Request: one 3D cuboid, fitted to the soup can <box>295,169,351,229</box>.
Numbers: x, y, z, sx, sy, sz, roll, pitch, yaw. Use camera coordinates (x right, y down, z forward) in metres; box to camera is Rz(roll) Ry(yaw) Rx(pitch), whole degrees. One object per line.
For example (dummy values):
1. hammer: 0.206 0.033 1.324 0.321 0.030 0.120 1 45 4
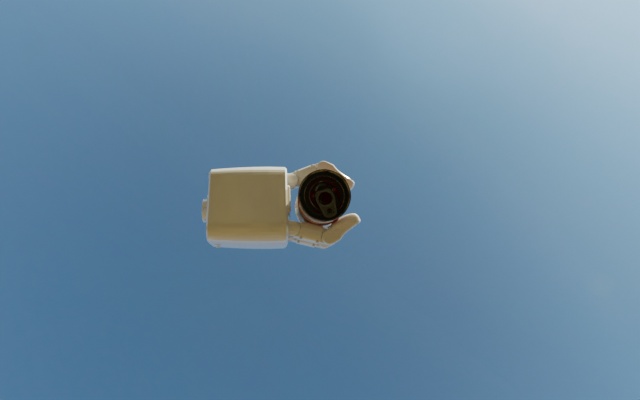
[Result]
1. soup can: 0.001 0.002 0.653 0.068 0.068 0.102 0 -10 -6
